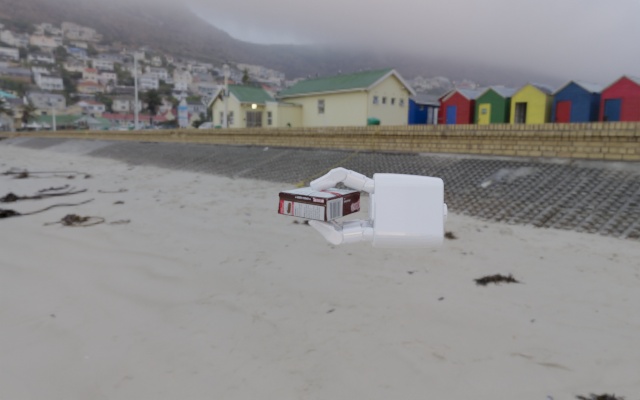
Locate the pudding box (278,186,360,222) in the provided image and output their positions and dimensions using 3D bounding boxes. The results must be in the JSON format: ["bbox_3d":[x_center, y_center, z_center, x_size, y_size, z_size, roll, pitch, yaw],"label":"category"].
[{"bbox_3d":[0.000,0.002,0.757,0.090,0.039,0.113,7,9,30],"label":"pudding box"}]
